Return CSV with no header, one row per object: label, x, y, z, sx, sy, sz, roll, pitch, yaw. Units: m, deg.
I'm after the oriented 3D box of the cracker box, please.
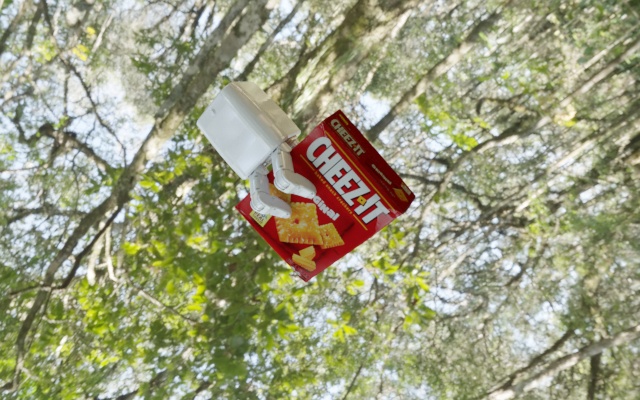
cracker box,0.000,0.002,0.693,0.214,0.164,0.072,-40,4,35
